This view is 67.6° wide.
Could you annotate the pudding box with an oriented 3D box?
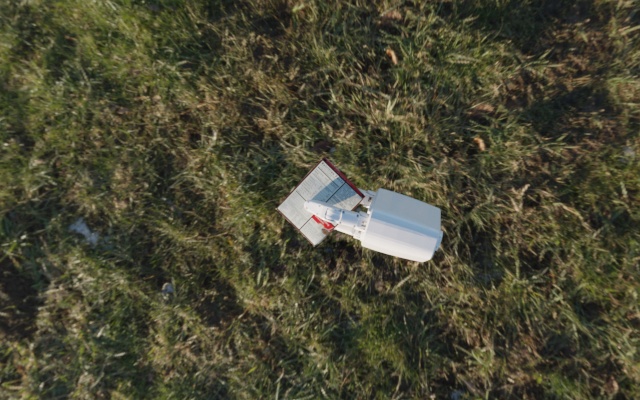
[{"bbox_3d":[0.000,0.003,0.748,0.113,0.090,0.039,-46,-2,10],"label":"pudding box"}]
